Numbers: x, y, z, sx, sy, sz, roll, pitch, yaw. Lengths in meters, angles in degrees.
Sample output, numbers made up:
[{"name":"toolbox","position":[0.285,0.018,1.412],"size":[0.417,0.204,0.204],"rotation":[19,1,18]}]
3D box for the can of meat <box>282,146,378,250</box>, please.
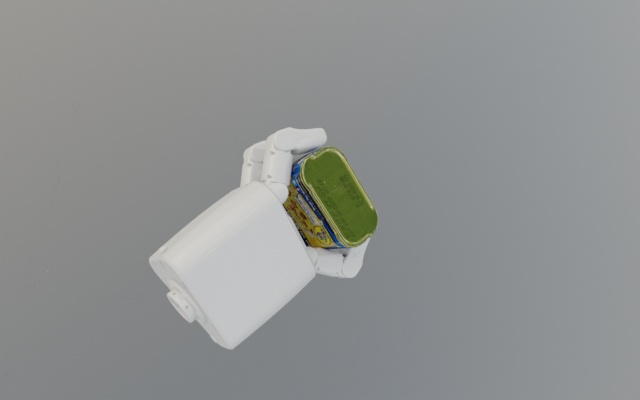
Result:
[{"name":"can of meat","position":[0.000,0.002,0.474],"size":[0.057,0.102,0.084],"rotation":[-38,12,-28]}]
